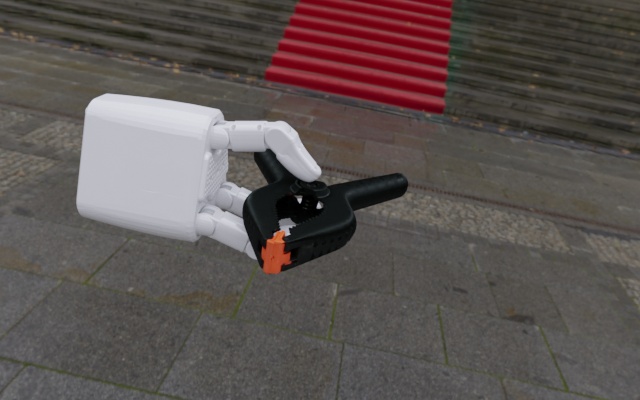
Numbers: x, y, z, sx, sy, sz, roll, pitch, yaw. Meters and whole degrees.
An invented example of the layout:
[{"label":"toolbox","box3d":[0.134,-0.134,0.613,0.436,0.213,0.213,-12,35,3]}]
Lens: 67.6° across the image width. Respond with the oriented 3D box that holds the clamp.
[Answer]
[{"label":"clamp","box3d":[0.000,0.001,0.423,0.164,0.036,0.210,10,25,3]}]
